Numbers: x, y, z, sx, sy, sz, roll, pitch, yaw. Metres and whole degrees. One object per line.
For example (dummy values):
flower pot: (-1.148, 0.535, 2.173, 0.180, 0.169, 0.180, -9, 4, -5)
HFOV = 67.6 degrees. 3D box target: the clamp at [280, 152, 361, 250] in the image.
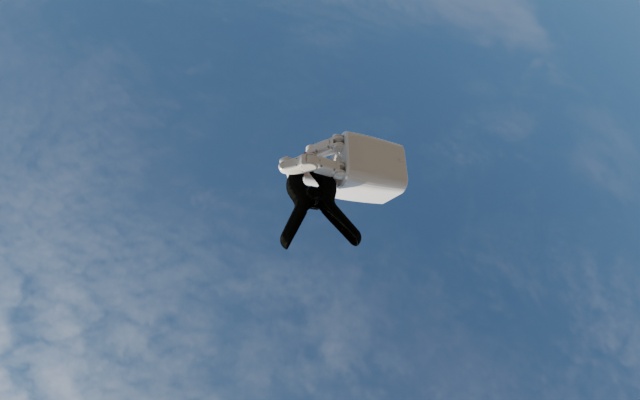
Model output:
clamp: (0.000, 0.003, 0.731, 0.120, 0.171, 0.039, 10, -34, -16)
